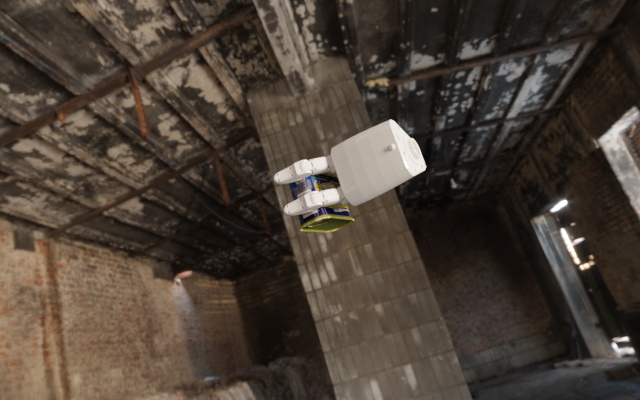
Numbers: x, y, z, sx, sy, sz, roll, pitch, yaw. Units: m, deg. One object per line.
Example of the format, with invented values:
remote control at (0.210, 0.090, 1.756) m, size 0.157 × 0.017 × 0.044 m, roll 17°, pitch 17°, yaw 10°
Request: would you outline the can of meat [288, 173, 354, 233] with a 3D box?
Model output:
can of meat at (0.000, 0.002, 0.771) m, size 0.057 × 0.084 × 0.102 m, roll -27°, pitch -19°, yaw 30°
